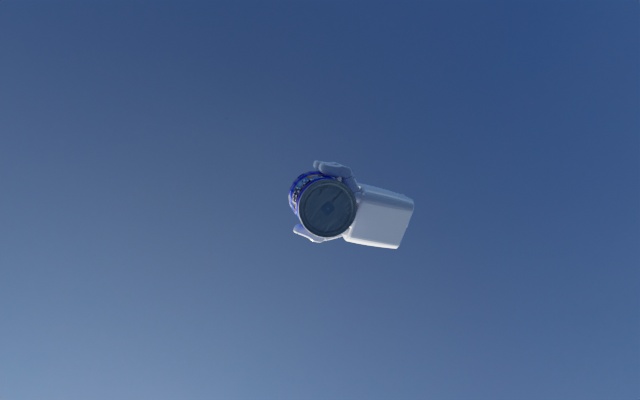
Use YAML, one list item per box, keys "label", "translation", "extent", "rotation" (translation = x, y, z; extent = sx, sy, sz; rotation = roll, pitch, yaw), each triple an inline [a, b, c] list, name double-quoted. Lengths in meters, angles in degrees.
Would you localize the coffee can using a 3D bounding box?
- label: "coffee can"
  translation: [0.000, 0.003, 0.882]
  extent: [0.103, 0.103, 0.140]
  rotation: [0, 10, -11]
